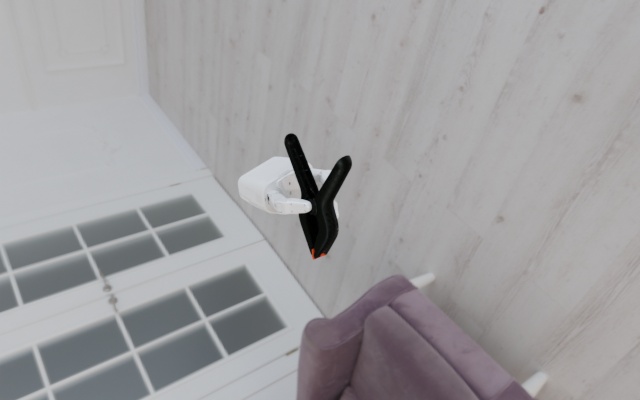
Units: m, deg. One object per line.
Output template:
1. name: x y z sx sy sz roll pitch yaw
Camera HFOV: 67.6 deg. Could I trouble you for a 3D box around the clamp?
1. clamp: -0.001 0.003 0.772 0.036 0.210 0.164 -17 21 -30
